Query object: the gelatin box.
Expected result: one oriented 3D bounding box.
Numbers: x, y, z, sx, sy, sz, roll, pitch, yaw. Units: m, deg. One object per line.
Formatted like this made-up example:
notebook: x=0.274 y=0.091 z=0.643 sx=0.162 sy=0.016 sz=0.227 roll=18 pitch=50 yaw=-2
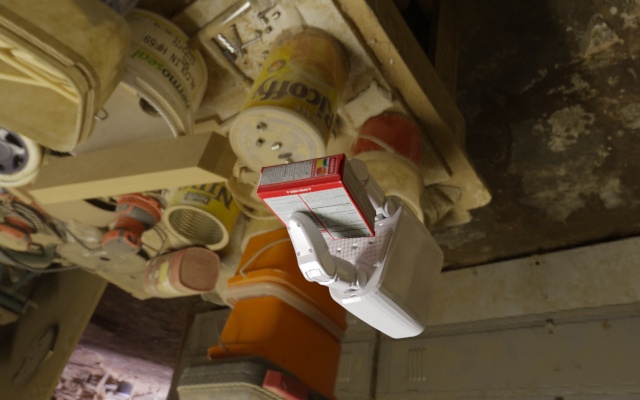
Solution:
gelatin box: x=0.000 y=0.002 z=0.400 sx=0.073 sy=0.030 sz=0.089 roll=-7 pitch=-34 yaw=22
